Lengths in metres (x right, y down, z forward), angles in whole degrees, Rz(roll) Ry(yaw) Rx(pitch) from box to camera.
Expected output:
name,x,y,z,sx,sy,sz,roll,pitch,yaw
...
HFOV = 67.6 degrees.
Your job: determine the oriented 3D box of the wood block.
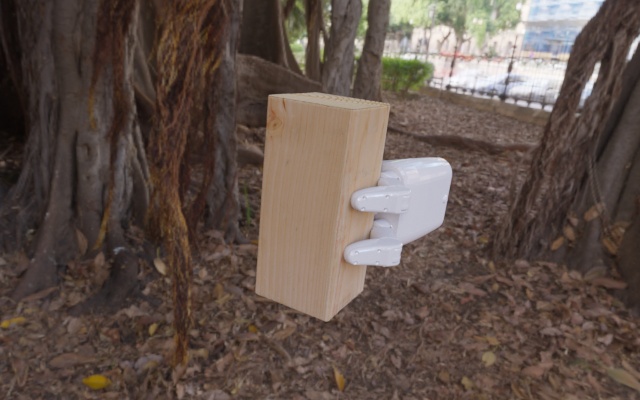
name,x,y,z,sx,sy,sz,roll,pitch,yaw
wood block,0.000,0.001,0.486,0.091,0.206,0.090,15,20,27
